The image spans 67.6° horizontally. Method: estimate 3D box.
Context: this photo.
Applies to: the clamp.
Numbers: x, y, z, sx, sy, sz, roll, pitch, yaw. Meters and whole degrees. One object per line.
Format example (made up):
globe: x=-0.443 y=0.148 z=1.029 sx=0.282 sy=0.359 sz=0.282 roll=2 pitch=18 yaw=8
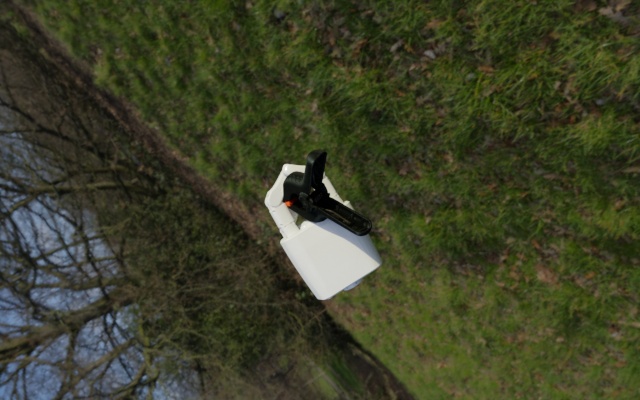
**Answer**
clamp: x=0.000 y=0.002 z=0.627 sx=0.039 sy=0.120 sz=0.171 roll=-33 pitch=4 yaw=-20
